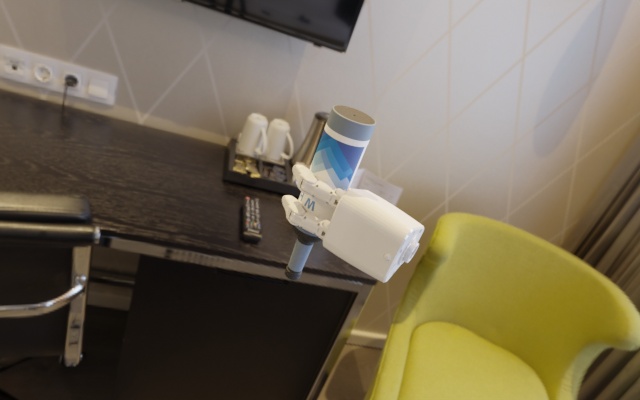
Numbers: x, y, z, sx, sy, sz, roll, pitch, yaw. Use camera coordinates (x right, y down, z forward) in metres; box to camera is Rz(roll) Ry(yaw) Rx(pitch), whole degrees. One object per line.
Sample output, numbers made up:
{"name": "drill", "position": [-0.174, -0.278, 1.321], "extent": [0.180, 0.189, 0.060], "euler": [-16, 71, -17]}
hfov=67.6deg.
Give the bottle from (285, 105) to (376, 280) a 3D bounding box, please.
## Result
{"name": "bottle", "position": [0.000, 0.002, 0.736], "extent": [0.069, 0.296, 0.069], "euler": [17, 27, -9]}
